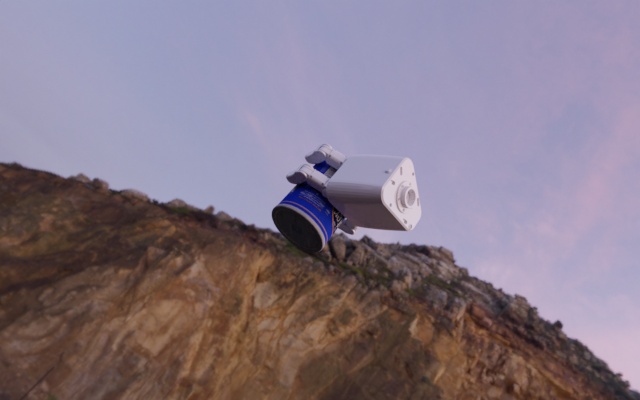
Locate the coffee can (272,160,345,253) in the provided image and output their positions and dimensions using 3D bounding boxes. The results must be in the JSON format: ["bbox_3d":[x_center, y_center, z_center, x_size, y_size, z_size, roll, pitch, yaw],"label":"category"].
[{"bbox_3d":[0.000,0.003,0.804,0.103,0.103,0.140,0,41,47],"label":"coffee can"}]
